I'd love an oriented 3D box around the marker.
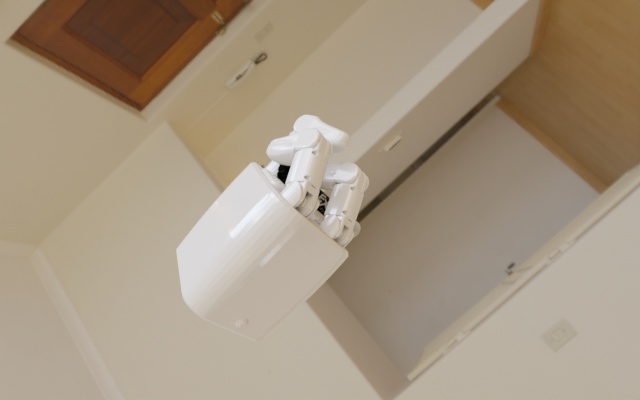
[{"bbox_3d":[0.000,0.001,0.441,0.020,0.020,0.121,0,-28,38],"label":"marker"}]
